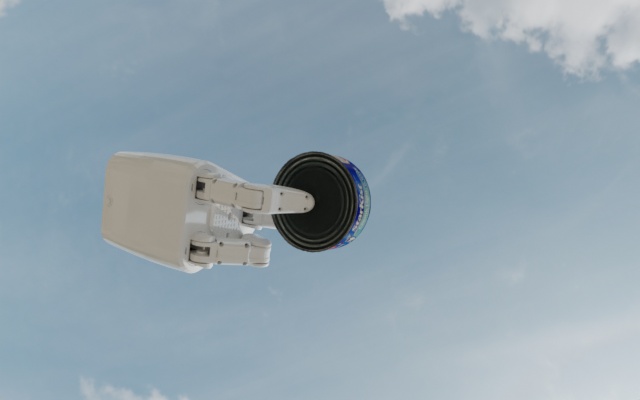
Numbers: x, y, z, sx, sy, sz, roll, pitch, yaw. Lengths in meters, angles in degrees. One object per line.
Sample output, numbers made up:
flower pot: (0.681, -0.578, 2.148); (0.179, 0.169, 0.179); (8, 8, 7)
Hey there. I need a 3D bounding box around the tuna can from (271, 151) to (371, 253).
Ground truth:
tuna can: (0.000, 0.001, 0.418); (0.086, 0.086, 0.034); (0, -1, 30)
